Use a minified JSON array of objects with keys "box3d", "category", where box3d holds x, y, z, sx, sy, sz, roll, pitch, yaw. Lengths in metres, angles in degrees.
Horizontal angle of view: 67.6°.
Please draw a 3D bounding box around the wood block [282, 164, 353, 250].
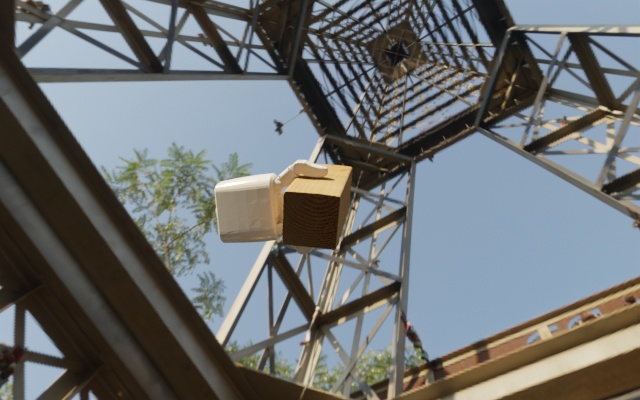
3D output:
[{"box3d":[0.000,0.002,0.835,0.090,0.091,0.206,5,18,7],"category":"wood block"}]
